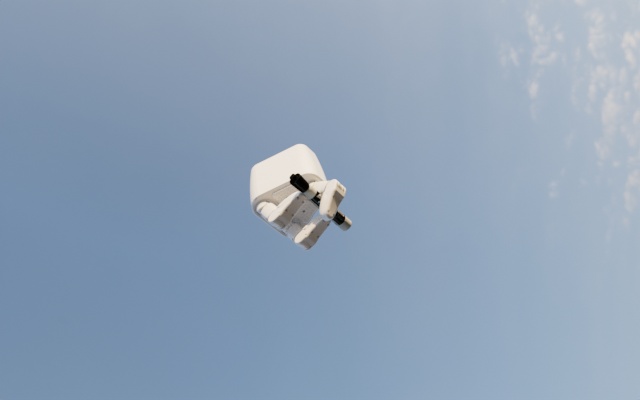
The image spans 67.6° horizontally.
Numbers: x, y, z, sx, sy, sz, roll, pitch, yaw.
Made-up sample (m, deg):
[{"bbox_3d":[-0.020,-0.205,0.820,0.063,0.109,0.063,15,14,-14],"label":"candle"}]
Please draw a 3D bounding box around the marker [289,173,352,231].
[{"bbox_3d":[0.000,0.002,0.665,0.121,0.020,0.020,42,-25,-31],"label":"marker"}]
